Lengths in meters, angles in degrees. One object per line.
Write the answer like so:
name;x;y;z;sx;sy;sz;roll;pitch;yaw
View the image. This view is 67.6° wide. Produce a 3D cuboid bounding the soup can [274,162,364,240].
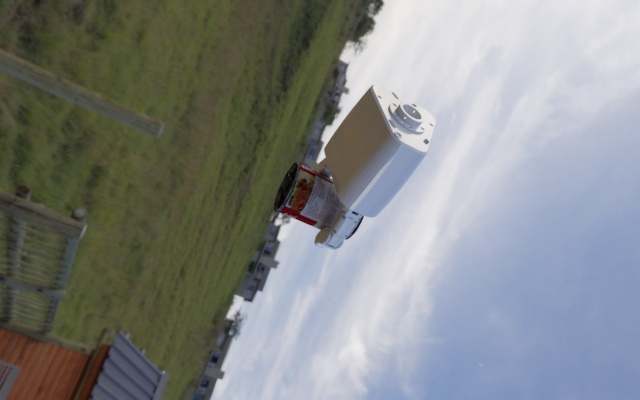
soup can;0.000;0.003;0.617;0.102;0.068;0.068;24;-7;-16
